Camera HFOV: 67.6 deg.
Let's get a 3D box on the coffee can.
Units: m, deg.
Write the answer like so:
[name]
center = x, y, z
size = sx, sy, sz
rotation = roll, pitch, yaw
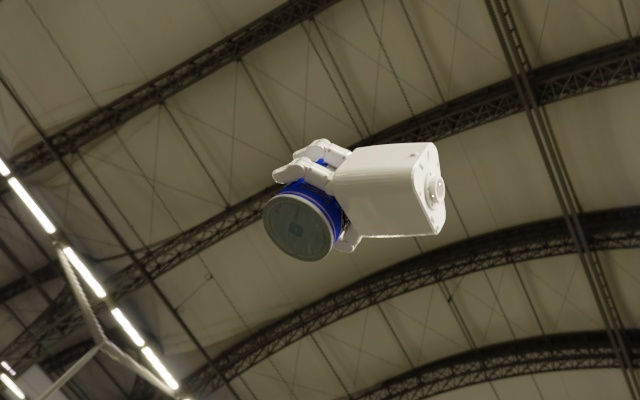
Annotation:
[coffee can]
center = 0.000, 0.002, 0.663
size = 0.103, 0.103, 0.140
rotation = 0, 32, 33
